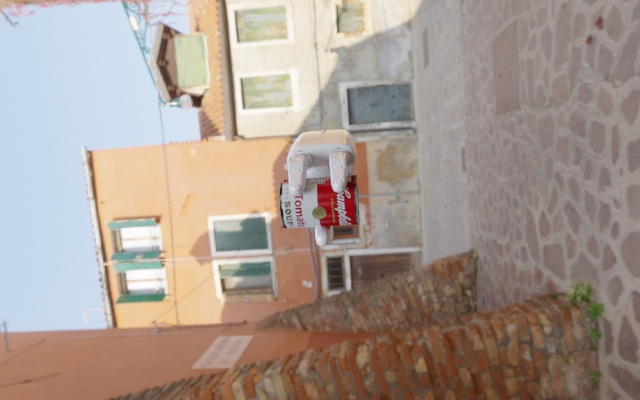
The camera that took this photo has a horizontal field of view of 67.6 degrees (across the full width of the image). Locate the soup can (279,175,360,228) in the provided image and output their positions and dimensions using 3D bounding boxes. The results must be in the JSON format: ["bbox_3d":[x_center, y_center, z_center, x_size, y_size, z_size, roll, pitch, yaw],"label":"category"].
[{"bbox_3d":[0.000,0.002,0.645,0.102,0.068,0.068,-3,0,5],"label":"soup can"}]
